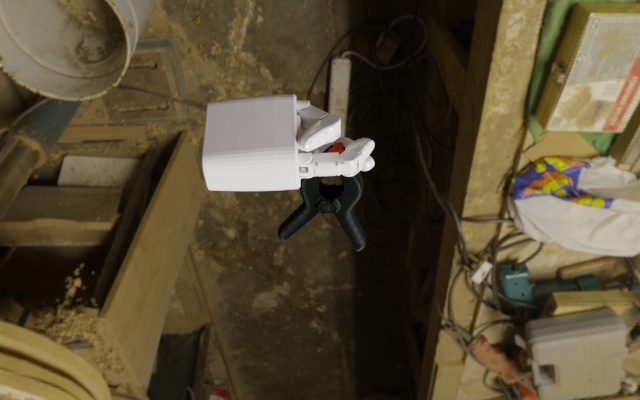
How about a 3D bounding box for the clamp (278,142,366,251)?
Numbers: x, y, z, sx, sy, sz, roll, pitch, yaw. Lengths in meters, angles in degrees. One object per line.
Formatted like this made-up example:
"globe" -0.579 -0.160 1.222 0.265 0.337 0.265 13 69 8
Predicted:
"clamp" 0.000 0.002 0.608 0.120 0.172 0.039 -3 40 0
